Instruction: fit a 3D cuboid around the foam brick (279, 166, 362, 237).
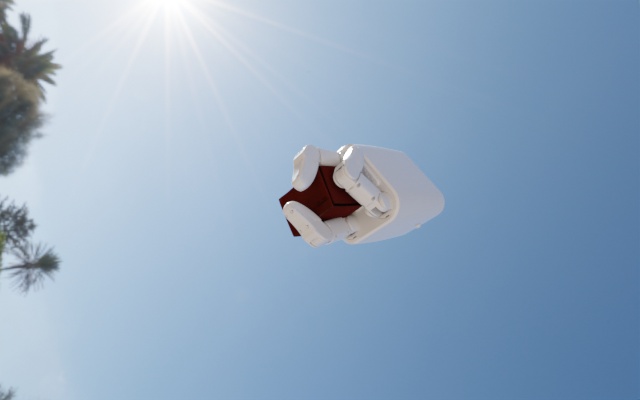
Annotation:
[{"bbox_3d":[0.000,0.002,0.552,0.051,0.053,0.078,-2,-27,-45],"label":"foam brick"}]
